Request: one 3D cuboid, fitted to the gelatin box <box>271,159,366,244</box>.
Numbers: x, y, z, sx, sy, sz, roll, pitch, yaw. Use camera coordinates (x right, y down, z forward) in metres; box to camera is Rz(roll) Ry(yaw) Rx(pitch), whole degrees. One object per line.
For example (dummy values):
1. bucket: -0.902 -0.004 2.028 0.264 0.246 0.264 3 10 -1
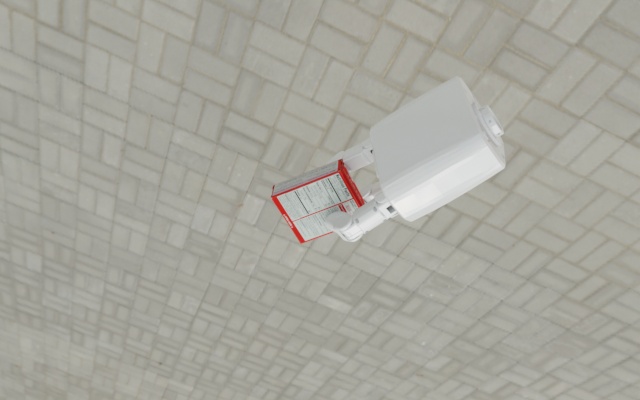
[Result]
1. gelatin box: 0.000 0.002 0.540 0.089 0.073 0.030 -21 31 17
